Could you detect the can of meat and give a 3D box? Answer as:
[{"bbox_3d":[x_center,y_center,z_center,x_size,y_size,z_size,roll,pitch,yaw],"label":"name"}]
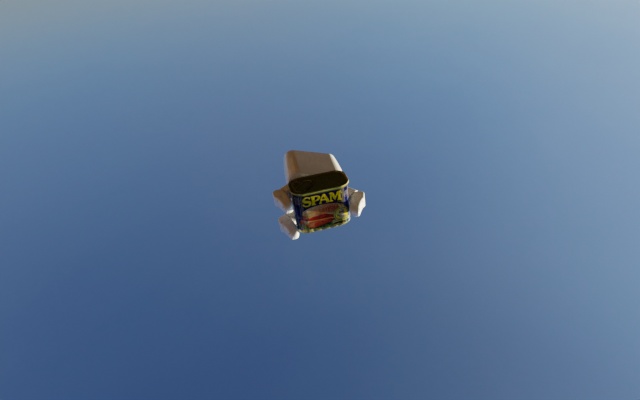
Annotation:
[{"bbox_3d":[0.000,0.003,0.836,0.102,0.084,0.057,-12,33,-8],"label":"can of meat"}]
